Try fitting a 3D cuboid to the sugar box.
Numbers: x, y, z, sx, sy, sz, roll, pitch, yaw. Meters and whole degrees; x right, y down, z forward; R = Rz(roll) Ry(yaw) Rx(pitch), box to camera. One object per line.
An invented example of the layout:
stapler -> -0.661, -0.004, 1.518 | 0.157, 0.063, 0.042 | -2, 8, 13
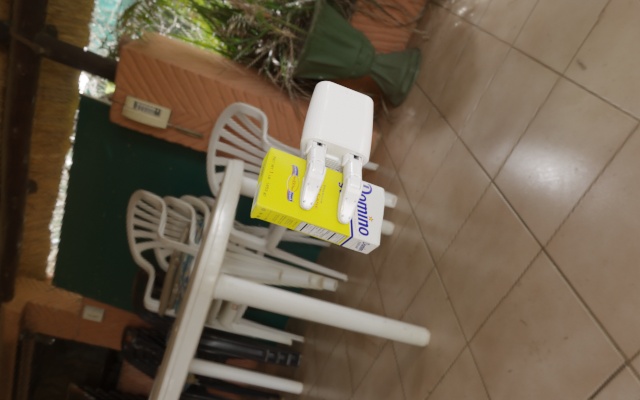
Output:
sugar box -> 0.000, 0.002, 0.651 | 0.176, 0.093, 0.048 | 17, -29, -14
